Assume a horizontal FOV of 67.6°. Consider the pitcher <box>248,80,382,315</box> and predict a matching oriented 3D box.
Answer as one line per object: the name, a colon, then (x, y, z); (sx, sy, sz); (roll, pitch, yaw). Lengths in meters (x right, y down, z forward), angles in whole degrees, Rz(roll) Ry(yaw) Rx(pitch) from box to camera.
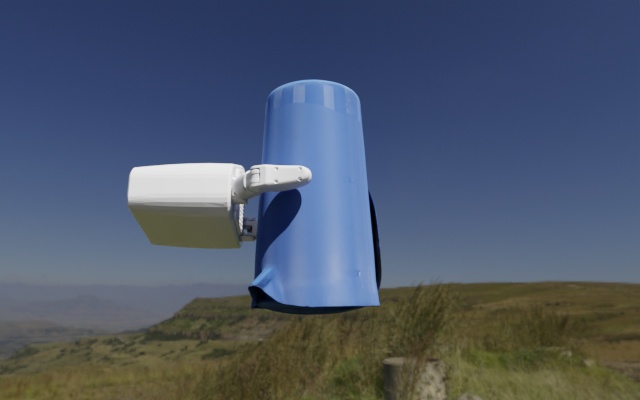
pitcher: (0.000, 0.002, 0.529); (0.145, 0.242, 0.149); (0, -13, 0)
